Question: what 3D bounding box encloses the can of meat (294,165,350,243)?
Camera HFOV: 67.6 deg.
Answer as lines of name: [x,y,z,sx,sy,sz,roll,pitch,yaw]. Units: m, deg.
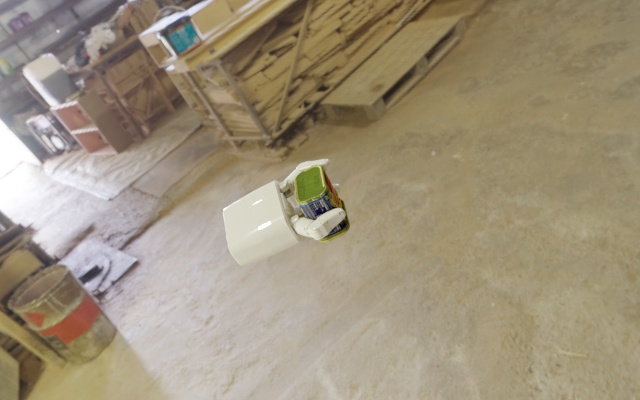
can of meat: [0.000,0.002,0.767,0.057,0.084,0.102,-25,32,9]
